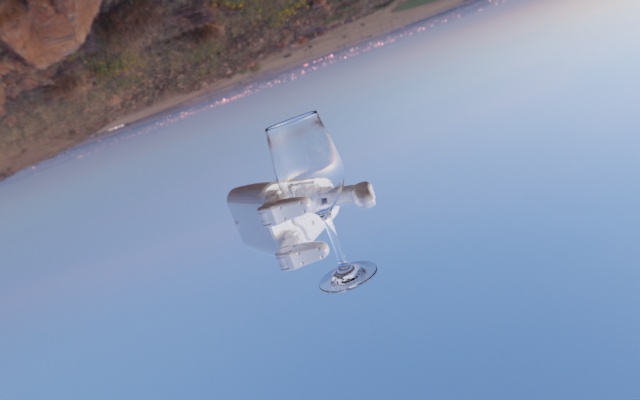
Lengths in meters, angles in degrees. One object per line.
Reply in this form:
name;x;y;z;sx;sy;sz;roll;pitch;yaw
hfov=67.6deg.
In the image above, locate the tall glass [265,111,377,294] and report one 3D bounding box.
tall glass;0.000;0.002;0.553;0.079;0.201;0.079;-19;14;5
